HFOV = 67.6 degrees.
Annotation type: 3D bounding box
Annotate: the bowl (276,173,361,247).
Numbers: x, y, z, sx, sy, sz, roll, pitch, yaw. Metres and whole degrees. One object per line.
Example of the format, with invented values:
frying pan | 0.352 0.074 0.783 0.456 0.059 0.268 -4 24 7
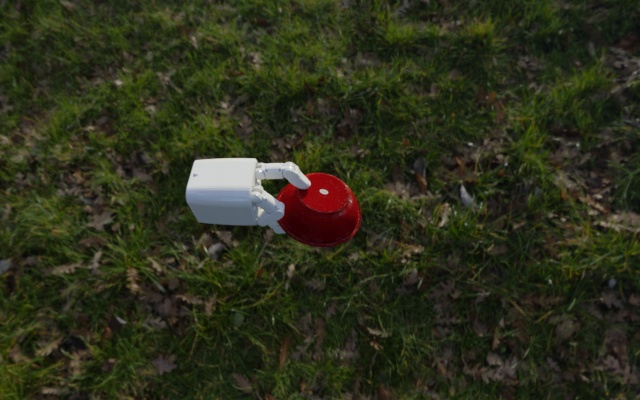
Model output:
bowl | 0.001 0.002 0.853 0.162 0.162 0.055 0 -40 -12
